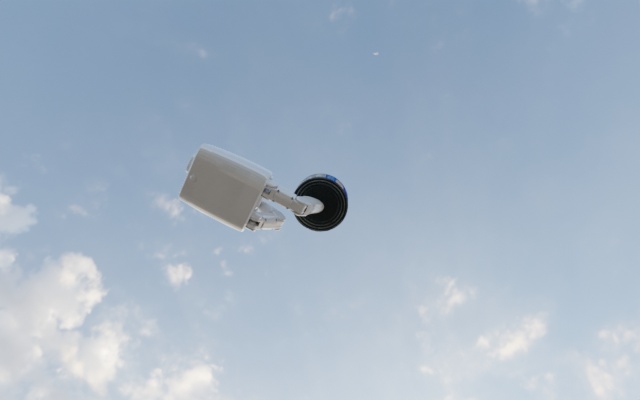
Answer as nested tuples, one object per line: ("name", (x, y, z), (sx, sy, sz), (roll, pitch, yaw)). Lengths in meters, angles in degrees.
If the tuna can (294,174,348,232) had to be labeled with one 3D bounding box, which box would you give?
("tuna can", (0.000, 0.002, 0.736), (0.086, 0.086, 0.033), (0, 16, 5))
